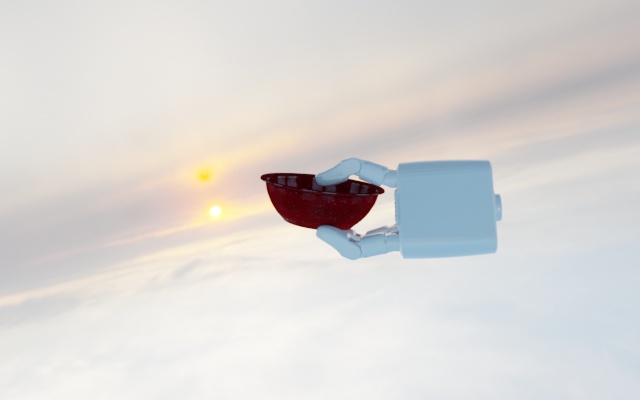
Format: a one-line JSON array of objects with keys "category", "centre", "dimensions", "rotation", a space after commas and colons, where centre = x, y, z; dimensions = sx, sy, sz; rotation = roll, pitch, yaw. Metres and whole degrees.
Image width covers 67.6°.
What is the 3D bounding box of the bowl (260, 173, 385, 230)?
[{"category": "bowl", "centre": [-0.001, 0.002, 0.620], "dimensions": [0.162, 0.055, 0.162], "rotation": [7, 10, -1]}]
